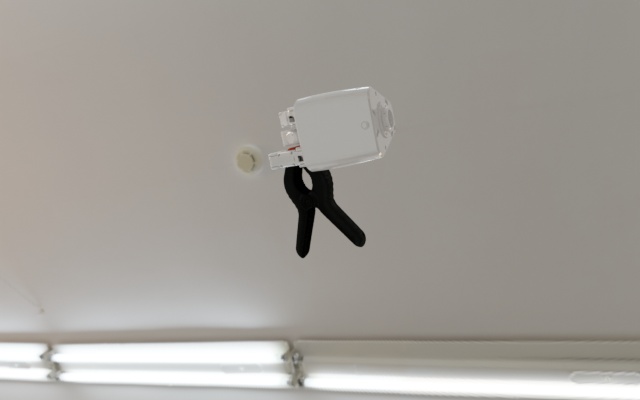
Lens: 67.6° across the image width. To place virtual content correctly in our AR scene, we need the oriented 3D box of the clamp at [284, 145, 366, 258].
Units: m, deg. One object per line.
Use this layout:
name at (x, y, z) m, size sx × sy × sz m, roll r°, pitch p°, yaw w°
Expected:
clamp at (0.000, 0.002, 0.694) m, size 0.120 × 0.171 × 0.039 m, roll -7°, pitch 15°, yaw 27°
